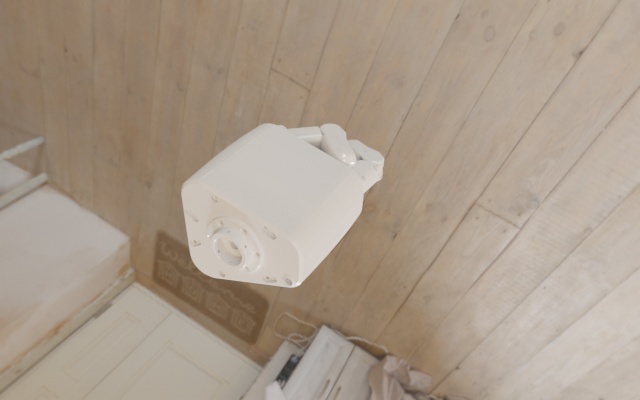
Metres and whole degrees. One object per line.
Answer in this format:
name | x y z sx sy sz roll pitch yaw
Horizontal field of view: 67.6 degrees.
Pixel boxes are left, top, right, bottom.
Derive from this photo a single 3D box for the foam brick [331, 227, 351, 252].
foam brick | 0.000 0.002 0.471 0.053 0.078 0.051 16 36 20
